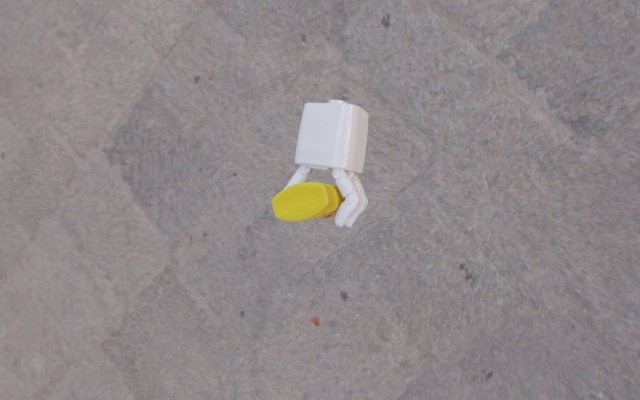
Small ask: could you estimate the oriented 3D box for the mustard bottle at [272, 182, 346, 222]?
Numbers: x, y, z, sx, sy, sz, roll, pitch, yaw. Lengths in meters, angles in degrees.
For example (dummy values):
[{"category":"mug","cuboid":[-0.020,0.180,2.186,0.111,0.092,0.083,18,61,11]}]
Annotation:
[{"category":"mustard bottle","cuboid":[0.000,0.003,0.814,0.096,0.058,0.191,-17,-6,20]}]
